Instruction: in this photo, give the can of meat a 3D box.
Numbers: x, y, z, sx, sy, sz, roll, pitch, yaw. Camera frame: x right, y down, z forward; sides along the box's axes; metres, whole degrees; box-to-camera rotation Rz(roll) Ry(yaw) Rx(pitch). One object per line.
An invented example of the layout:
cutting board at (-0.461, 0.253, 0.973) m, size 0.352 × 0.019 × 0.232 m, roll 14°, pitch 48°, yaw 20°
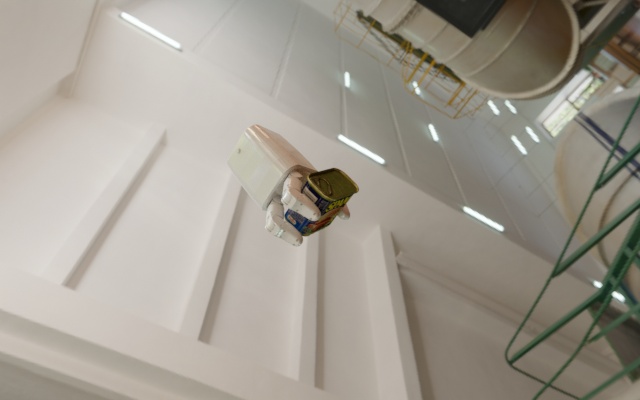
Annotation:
can of meat at (0.000, 0.003, 0.742) m, size 0.057 × 0.084 × 0.102 m, roll 45°, pitch 30°, yaw 16°
